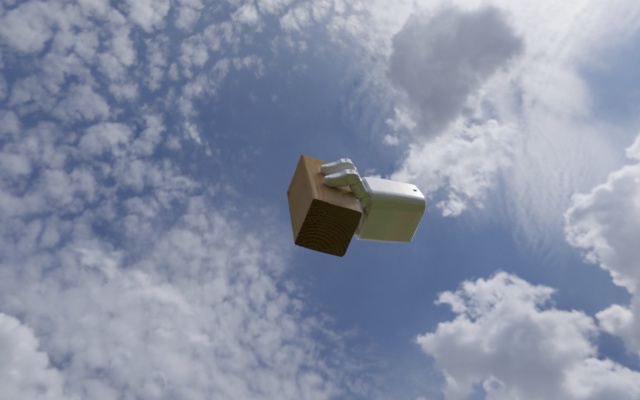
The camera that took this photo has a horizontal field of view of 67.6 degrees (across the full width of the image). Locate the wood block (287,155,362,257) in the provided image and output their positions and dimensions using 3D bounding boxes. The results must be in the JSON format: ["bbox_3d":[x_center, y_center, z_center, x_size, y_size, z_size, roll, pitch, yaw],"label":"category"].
[{"bbox_3d":[0.000,0.003,0.864,0.090,0.091,0.206,16,22,-15],"label":"wood block"}]
